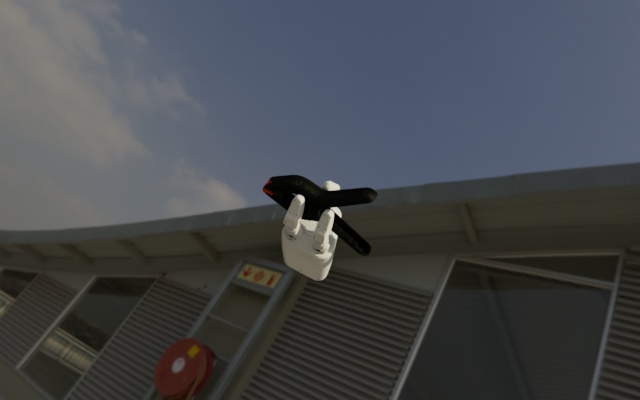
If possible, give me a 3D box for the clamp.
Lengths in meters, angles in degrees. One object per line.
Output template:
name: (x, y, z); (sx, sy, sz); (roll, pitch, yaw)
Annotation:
clamp: (0.000, 0.002, 0.788); (0.210, 0.036, 0.165); (26, -35, 12)
